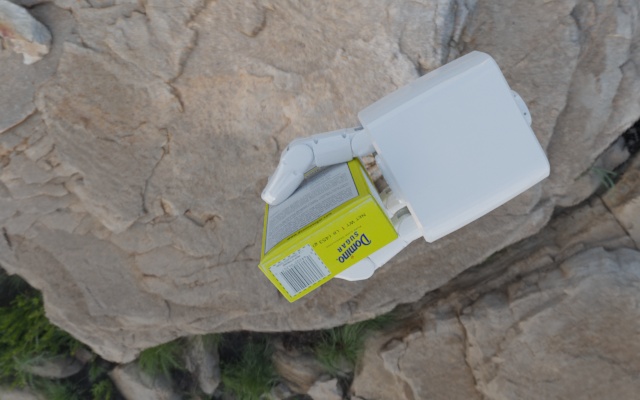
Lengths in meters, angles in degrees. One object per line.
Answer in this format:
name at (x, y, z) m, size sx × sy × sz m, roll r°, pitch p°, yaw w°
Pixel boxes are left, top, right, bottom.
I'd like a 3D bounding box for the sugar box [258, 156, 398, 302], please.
sugar box at (0.000, 0.002, 0.402) m, size 0.093 × 0.048 × 0.176 m, roll -32°, pitch 19°, yaw 10°
